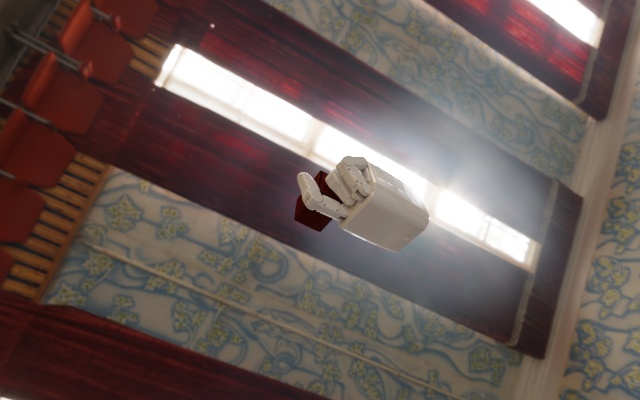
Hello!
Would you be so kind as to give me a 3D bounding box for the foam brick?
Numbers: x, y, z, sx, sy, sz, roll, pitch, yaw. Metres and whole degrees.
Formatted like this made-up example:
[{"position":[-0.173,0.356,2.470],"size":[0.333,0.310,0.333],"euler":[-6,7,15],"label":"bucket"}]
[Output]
[{"position":[0.000,0.003,0.760],"size":[0.051,0.053,0.078],"euler":[27,-49,-18],"label":"foam brick"}]
